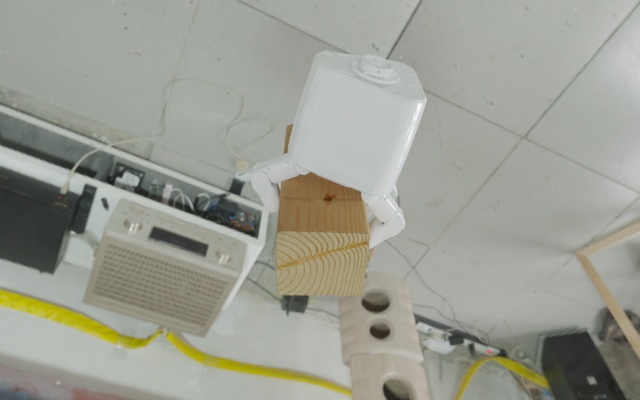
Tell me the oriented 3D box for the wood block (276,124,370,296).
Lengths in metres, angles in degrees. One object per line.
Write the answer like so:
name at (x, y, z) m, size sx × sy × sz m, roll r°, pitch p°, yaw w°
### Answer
wood block at (0.000, 0.002, 0.550) m, size 0.091 × 0.090 × 0.206 m, roll 2°, pitch 37°, yaw -2°
